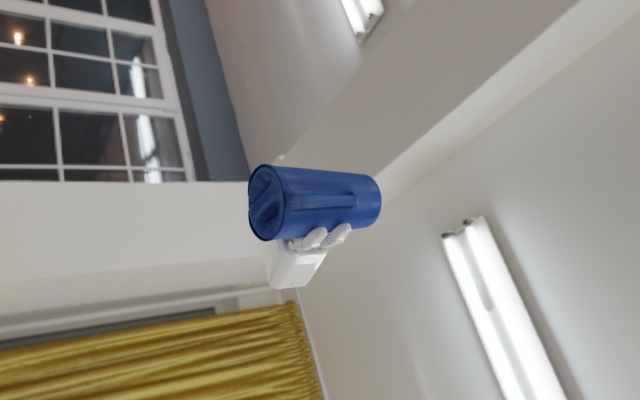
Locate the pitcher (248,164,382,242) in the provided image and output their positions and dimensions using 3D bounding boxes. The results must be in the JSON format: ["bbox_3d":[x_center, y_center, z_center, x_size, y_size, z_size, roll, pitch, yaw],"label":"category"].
[{"bbox_3d":[0.000,0.003,0.878,0.243,0.145,0.149,-1,43,-36],"label":"pitcher"}]
